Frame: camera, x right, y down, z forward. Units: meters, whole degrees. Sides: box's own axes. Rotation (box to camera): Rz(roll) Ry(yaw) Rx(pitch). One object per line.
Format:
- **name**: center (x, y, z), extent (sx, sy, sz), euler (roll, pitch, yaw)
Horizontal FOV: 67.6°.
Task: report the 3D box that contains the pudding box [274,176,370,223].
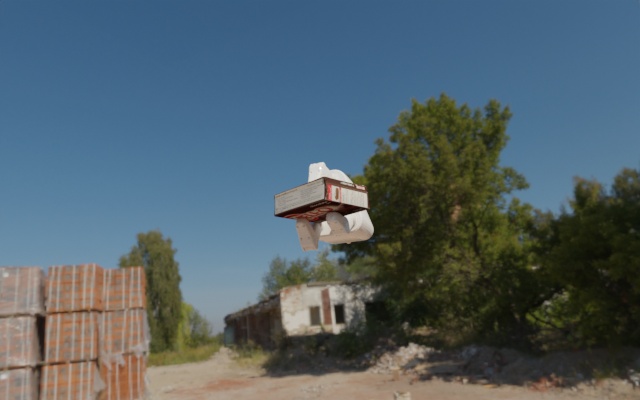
- **pudding box**: center (0.000, 0.002, 0.698), extent (0.090, 0.039, 0.113), euler (10, -22, -42)
